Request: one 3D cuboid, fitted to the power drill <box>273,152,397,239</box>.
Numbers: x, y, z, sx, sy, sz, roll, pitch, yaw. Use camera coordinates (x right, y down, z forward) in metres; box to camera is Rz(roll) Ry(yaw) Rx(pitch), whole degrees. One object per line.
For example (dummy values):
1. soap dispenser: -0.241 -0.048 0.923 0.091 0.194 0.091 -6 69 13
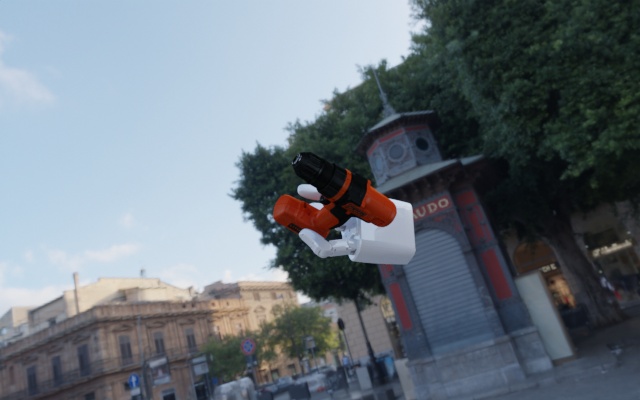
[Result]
1. power drill: 0.000 0.003 0.763 0.184 0.057 0.188 32 -30 -22
